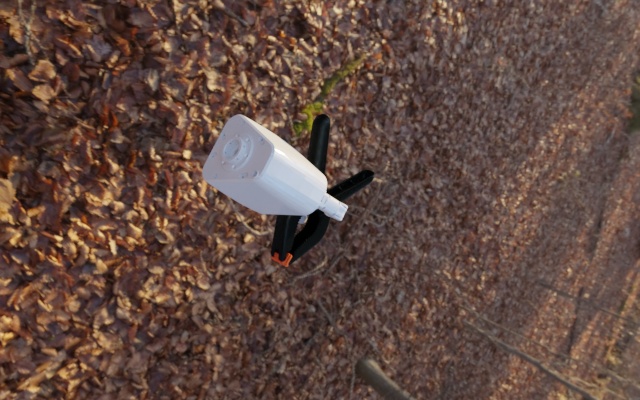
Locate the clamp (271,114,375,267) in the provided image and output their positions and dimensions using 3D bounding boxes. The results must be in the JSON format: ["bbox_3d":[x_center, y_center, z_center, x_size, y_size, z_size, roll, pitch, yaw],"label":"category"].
[{"bbox_3d":[0.000,0.003,0.696,0.036,0.210,0.165,22,-7,42],"label":"clamp"}]
